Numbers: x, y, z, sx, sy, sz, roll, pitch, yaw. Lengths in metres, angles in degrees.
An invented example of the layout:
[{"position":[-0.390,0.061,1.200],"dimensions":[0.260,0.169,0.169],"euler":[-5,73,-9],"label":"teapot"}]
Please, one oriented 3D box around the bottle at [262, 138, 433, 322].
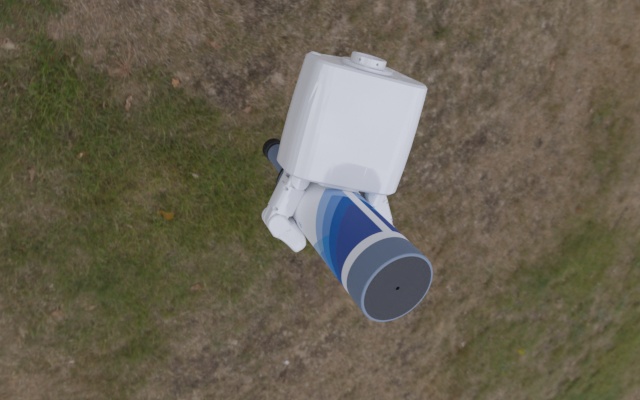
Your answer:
[{"position":[0.000,0.002,0.490],"dimensions":[0.069,0.069,0.295],"euler":[0,28,-28],"label":"bottle"}]
